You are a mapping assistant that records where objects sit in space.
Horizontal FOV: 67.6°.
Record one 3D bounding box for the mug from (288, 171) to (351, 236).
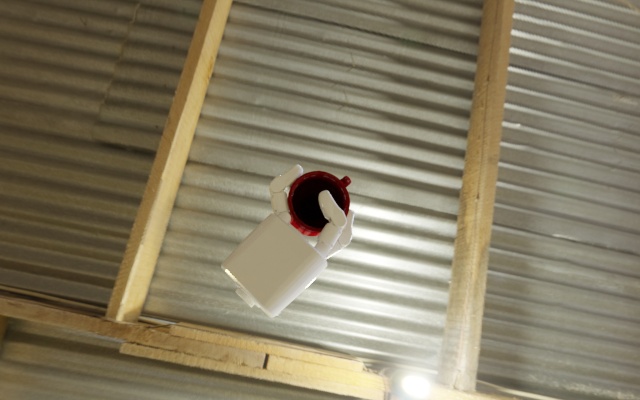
[{"bbox_3d":[0.001,0.001,0.740,0.117,0.093,0.081,-42,-3,-16],"label":"mug"}]
